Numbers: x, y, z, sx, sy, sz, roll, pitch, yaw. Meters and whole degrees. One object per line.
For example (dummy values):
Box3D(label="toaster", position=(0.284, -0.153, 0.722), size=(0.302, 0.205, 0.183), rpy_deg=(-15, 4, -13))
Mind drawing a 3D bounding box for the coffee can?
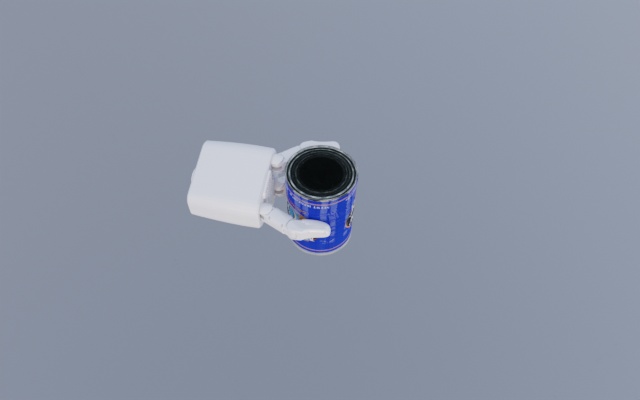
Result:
Box3D(label="coffee can", position=(0.000, 0.003, 0.713), size=(0.103, 0.102, 0.140), rpy_deg=(0, -37, -1))
